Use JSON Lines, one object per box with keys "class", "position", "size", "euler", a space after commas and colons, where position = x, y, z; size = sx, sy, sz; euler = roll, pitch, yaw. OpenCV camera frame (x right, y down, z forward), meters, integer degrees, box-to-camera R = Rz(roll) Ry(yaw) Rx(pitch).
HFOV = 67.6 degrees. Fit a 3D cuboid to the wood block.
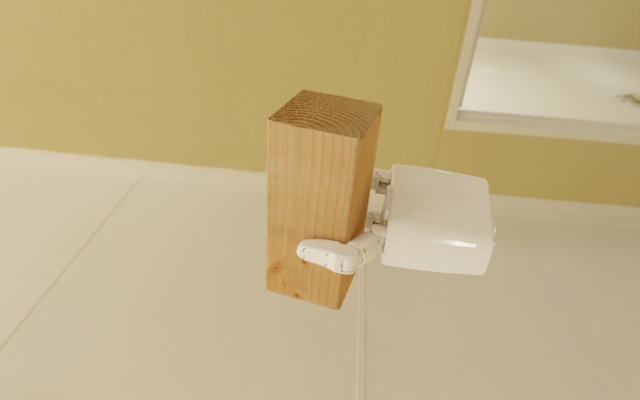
{"class": "wood block", "position": [0.000, 0.002, 0.504], "size": [0.090, 0.206, 0.090], "euler": [14, 34, 14]}
